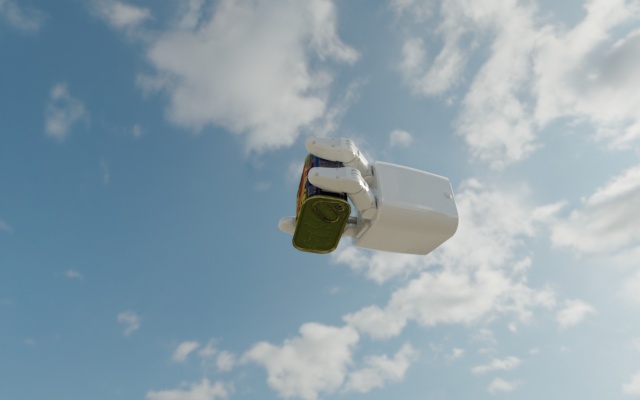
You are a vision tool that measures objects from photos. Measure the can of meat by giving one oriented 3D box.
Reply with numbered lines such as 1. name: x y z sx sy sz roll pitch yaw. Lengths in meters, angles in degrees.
1. can of meat: 0.000 0.002 0.594 0.057 0.083 0.102 8 -44 -9
